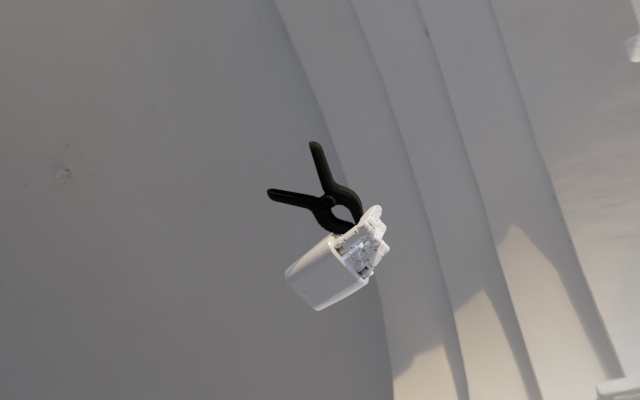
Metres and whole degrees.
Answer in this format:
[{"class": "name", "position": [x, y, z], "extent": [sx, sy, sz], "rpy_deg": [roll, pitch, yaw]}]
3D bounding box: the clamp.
[{"class": "clamp", "position": [0.000, 0.002, 0.768], "extent": [0.120, 0.171, 0.039], "rpy_deg": [-37, 9, 24]}]
